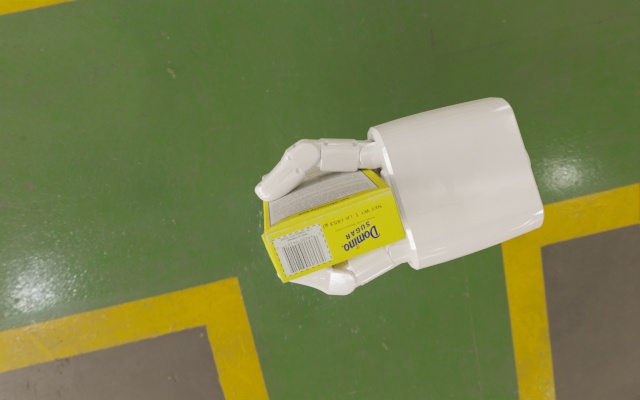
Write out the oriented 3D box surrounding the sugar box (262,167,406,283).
[{"bbox_3d":[0.000,0.002,0.401,0.093,0.048,0.176,-19,14,-1],"label":"sugar box"}]
